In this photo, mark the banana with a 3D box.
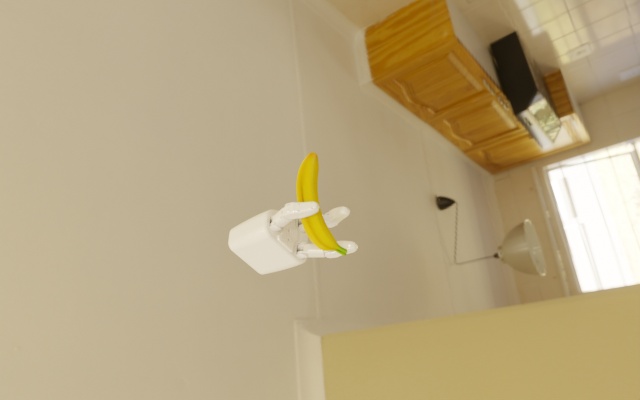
[{"bbox_3d":[-0.011,0.005,0.830,0.037,0.197,0.069,-26,-18,36],"label":"banana"}]
